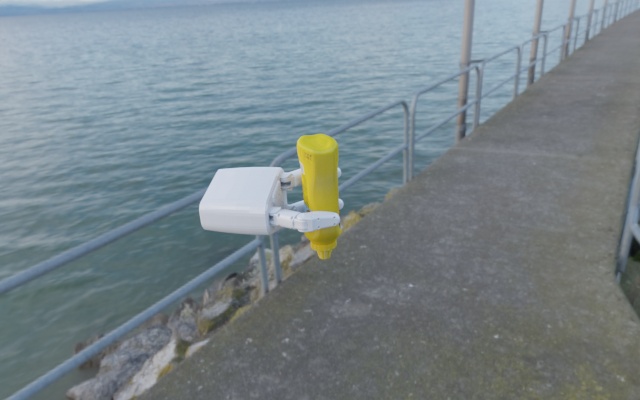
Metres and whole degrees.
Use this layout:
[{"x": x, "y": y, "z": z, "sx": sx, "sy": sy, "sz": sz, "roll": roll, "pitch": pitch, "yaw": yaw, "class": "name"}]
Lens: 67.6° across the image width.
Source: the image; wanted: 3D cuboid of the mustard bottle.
[{"x": 0.000, "y": 0.002, "z": 0.723, "sx": 0.058, "sy": 0.192, "sz": 0.096, "roll": -8, "pitch": 23, "yaw": -11, "class": "mustard bottle"}]
